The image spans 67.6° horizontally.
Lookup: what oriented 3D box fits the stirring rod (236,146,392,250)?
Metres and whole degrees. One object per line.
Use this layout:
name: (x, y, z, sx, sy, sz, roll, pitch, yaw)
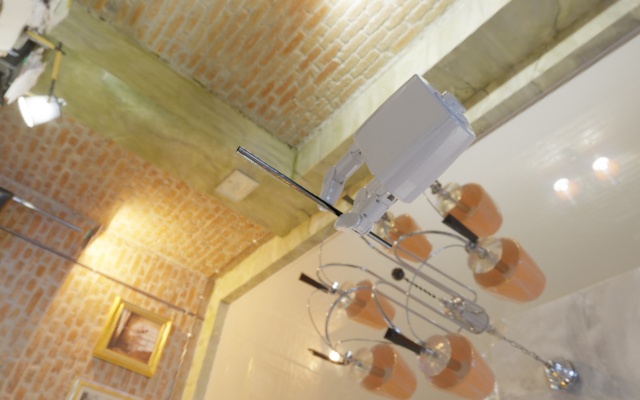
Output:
stirring rod: (0.000, 0.002, 0.583, 0.239, 0.011, 0.011, 33, -15, -24)
